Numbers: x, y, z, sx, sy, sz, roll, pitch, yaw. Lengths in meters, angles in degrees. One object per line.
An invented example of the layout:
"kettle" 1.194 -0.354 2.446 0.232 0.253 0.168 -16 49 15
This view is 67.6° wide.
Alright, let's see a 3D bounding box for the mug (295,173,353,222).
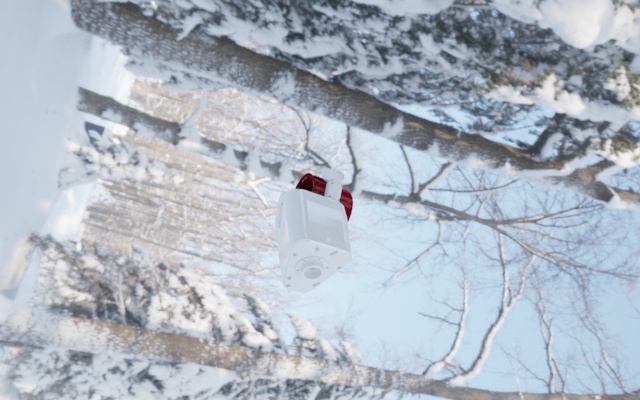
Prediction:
"mug" 0.000 0.002 0.809 0.081 0.093 0.117 20 36 -22
